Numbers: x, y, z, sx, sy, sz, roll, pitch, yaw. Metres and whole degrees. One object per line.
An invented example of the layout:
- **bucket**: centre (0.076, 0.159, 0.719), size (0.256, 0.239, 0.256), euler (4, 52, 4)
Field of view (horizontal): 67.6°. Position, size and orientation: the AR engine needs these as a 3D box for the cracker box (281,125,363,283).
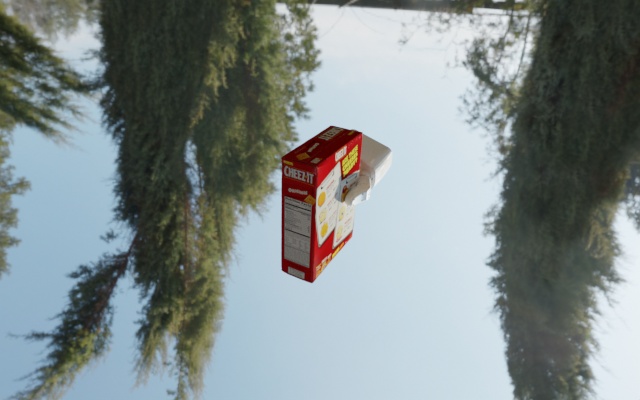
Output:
- **cracker box**: centre (0.000, 0.003, 0.798), size (0.072, 0.214, 0.164), euler (16, 32, 23)
